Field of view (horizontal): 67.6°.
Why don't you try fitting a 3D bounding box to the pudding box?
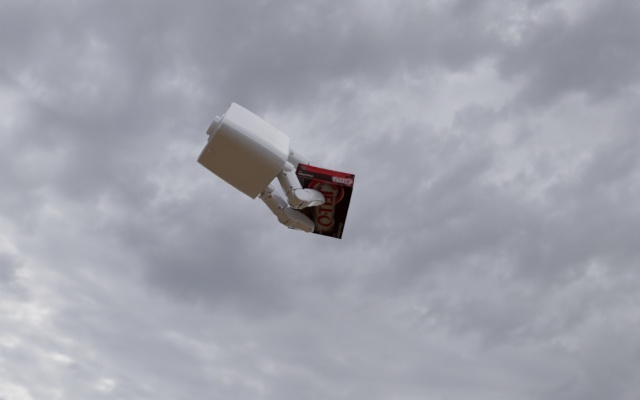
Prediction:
[{"bbox_3d":[0.000,0.002,0.741,0.090,0.114,0.039,12,43,3],"label":"pudding box"}]
